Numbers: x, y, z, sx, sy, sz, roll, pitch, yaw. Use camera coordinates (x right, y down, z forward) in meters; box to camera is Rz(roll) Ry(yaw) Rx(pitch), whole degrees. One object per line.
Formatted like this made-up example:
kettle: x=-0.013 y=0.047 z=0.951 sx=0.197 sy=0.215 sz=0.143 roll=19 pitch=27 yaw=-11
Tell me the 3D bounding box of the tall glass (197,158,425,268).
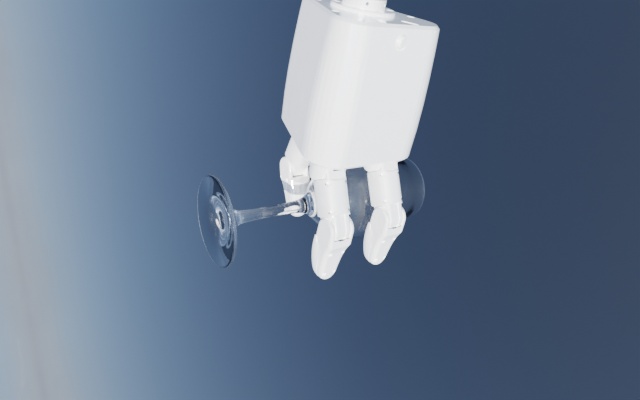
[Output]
tall glass: x=-0.001 y=0.002 z=0.425 sx=0.201 sy=0.079 sz=0.079 roll=-10 pitch=5 yaw=-33
